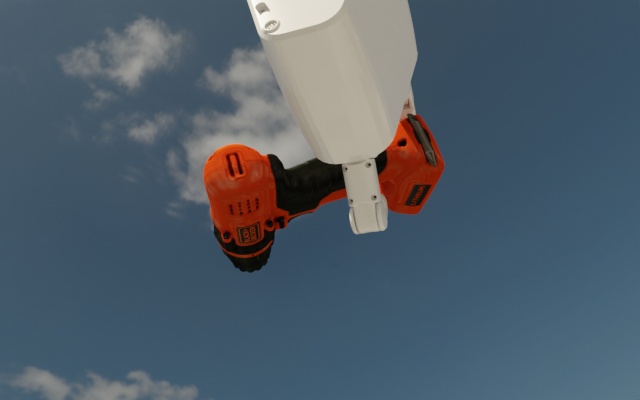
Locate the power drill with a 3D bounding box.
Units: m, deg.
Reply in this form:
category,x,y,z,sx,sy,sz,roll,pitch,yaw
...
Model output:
category,x,y,z,sx,sy,sz,roll,pitch,yaw
power drill,0.000,0.001,0.413,0.187,0.057,0.184,-16,-23,-12
